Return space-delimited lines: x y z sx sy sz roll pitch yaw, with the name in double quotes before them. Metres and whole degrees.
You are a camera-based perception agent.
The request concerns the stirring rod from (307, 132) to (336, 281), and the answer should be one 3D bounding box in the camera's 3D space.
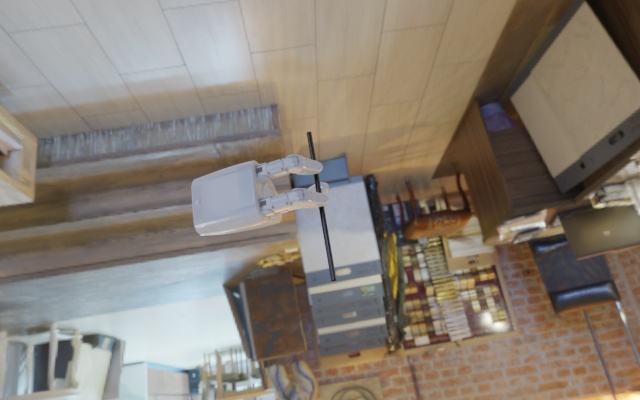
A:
"stirring rod" 0.000 0.002 0.715 0.011 0.239 0.011 -8 -22 -3
